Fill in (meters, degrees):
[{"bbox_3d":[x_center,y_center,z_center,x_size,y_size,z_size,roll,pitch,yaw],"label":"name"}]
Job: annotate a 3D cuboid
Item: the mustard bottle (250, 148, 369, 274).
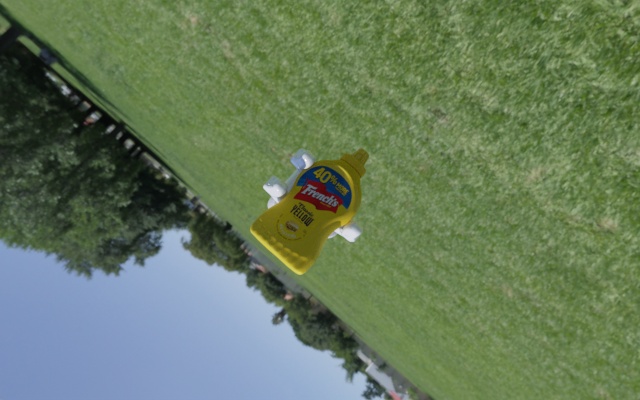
[{"bbox_3d":[0.000,0.002,0.662,0.096,0.191,0.058,39,-10,16],"label":"mustard bottle"}]
